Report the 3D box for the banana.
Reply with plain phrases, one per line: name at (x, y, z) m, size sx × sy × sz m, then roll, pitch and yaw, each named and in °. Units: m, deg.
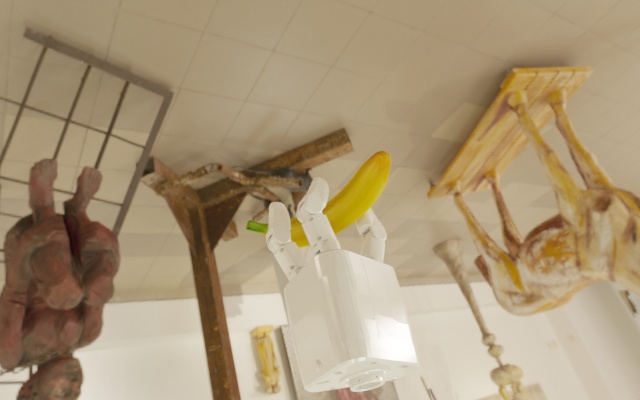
banana at (0.008, 0.011, 0.550) m, size 0.198 × 0.037 × 0.070 m, roll -29°, pitch -42°, yaw 24°
